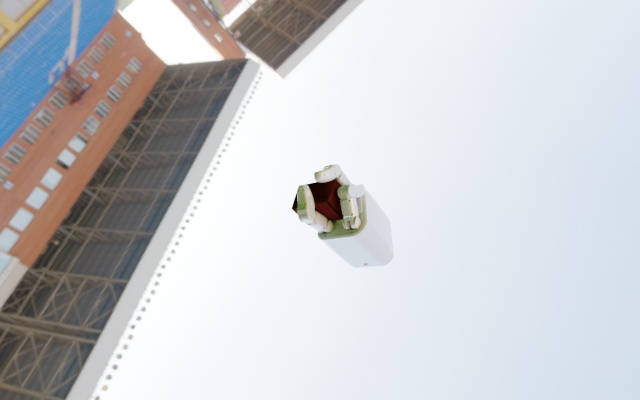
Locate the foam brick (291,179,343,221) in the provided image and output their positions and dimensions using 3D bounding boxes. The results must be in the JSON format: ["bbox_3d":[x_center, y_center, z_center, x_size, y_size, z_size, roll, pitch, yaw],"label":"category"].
[{"bbox_3d":[0.000,0.003,0.805,0.078,0.053,0.051,-10,-42,37],"label":"foam brick"}]
